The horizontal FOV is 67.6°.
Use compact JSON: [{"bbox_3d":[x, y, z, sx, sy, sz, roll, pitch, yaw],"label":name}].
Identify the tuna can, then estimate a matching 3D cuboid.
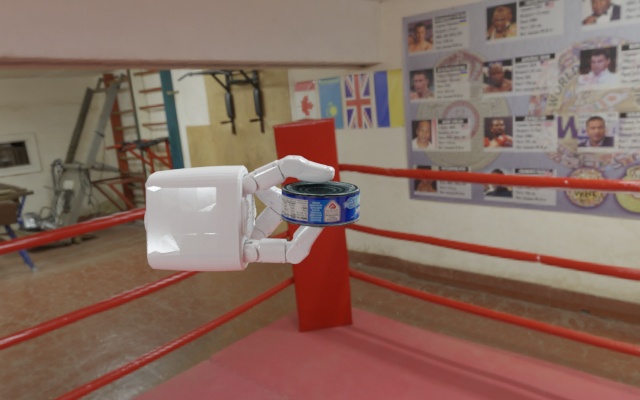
[{"bbox_3d":[0.000,0.001,0.513,0.086,0.034,0.086,1,12,0],"label":"tuna can"}]
